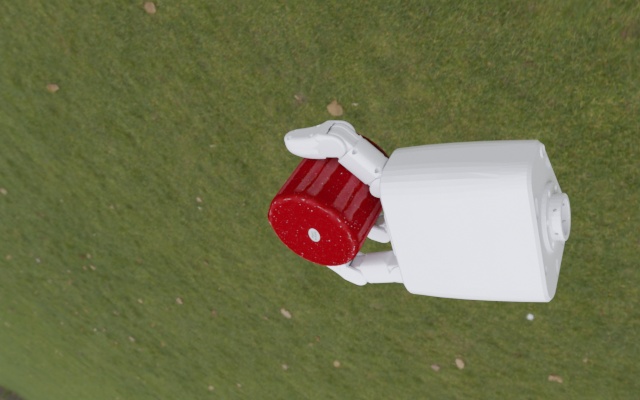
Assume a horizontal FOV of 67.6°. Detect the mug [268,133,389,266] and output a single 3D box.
[{"bbox_3d":[-0.001,0.002,0.413,0.117,0.093,0.081,-4,39,39],"label":"mug"}]
